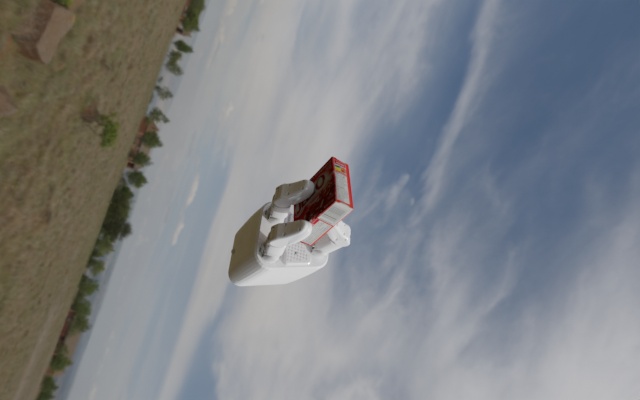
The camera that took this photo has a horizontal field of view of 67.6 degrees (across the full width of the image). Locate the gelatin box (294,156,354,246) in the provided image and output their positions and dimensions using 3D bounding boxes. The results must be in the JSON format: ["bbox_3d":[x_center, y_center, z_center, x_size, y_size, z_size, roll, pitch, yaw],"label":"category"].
[{"bbox_3d":[0.001,0.002,0.583,0.030,0.073,0.089,24,-48,-27],"label":"gelatin box"}]
